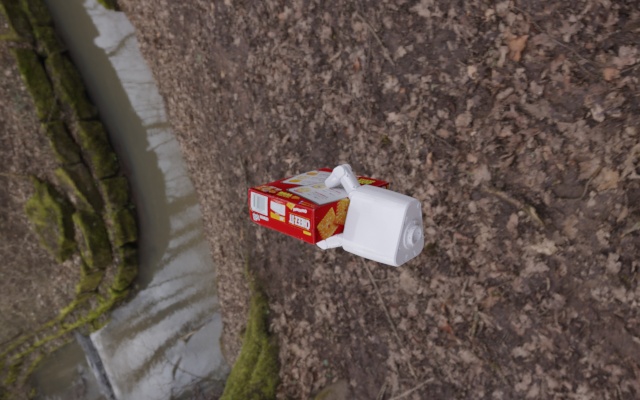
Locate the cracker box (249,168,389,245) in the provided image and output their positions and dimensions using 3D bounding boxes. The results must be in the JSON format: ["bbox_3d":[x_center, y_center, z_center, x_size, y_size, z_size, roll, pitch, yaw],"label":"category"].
[{"bbox_3d":[0.000,0.003,0.888,0.164,0.072,0.213,16,24,39],"label":"cracker box"}]
